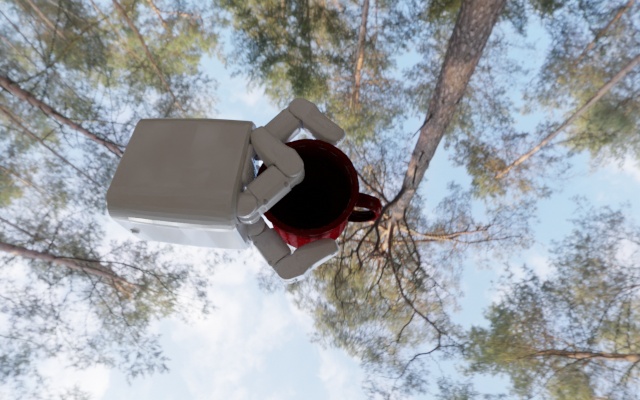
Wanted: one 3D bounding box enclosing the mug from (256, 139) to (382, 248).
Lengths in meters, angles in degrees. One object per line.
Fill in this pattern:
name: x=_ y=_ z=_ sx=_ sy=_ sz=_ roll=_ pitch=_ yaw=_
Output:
mug: x=0.002 y=0.002 z=0.460 sx=0.117 sy=0.093 sz=0.081 roll=7 pitch=-20 yaw=3
